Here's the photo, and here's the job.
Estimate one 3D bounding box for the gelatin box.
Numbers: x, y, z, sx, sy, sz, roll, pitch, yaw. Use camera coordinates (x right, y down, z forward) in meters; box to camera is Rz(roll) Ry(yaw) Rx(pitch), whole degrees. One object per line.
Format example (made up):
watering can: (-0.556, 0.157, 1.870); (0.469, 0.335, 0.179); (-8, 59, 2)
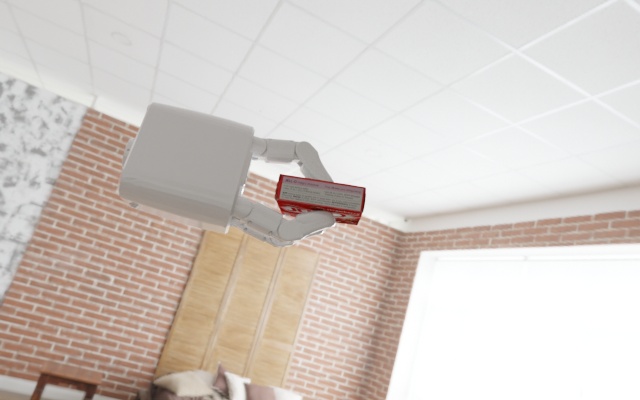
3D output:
gelatin box: (0.000, 0.001, 0.498); (0.089, 0.030, 0.073); (8, -13, 2)
